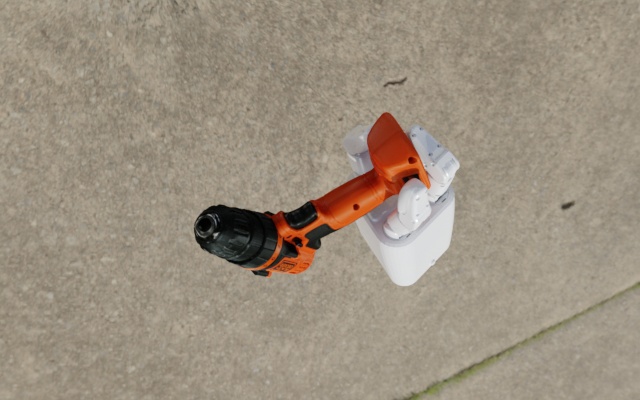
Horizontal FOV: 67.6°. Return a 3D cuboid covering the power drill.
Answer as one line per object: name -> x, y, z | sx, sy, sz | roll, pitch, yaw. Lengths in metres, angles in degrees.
power drill -> 0.001, 0.001, 0.428 | 0.187, 0.057, 0.184 | -32, -20, 10
